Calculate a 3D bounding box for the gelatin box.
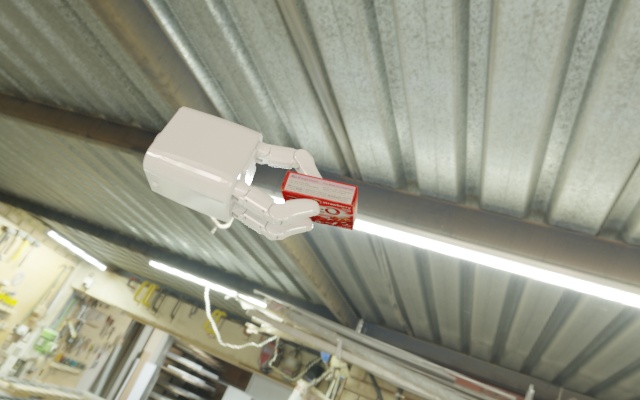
[{"bbox_3d":[0.001,0.002,0.582,0.089,0.030,0.073,12,-25,9],"label":"gelatin box"}]
